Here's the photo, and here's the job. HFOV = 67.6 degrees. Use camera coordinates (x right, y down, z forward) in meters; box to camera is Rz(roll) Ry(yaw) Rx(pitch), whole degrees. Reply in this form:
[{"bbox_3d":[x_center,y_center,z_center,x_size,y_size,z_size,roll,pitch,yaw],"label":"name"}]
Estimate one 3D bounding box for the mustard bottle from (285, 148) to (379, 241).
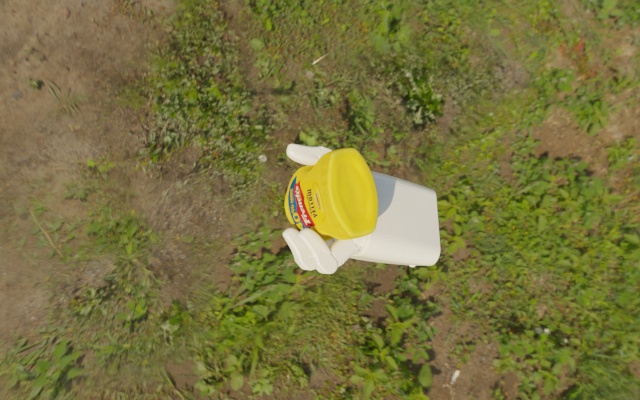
[{"bbox_3d":[0.000,0.002,0.581,0.058,0.096,0.191,-14,-1,-23],"label":"mustard bottle"}]
